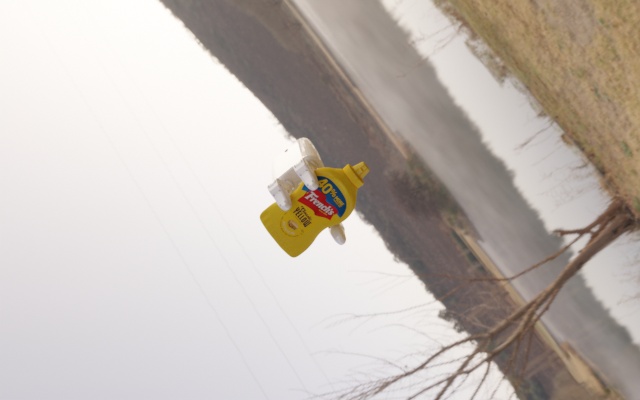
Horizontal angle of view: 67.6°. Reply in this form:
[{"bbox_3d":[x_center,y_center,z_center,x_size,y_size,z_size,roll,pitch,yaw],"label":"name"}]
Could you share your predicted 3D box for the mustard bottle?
[{"bbox_3d":[0.000,0.003,0.782,0.191,0.096,0.058,-38,1,11],"label":"mustard bottle"}]
